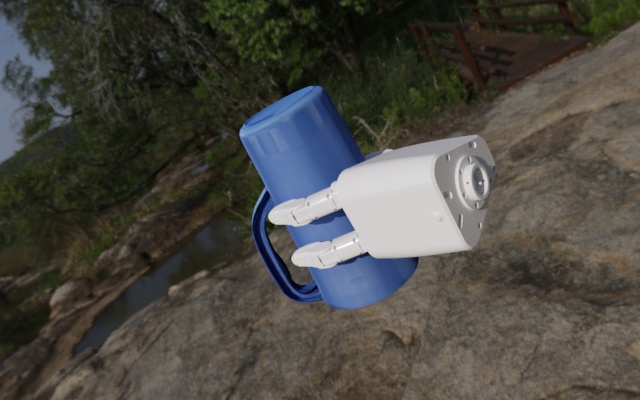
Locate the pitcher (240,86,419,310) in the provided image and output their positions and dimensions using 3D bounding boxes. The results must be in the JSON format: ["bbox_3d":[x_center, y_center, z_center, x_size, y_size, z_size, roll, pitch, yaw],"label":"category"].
[{"bbox_3d":[0.000,0.002,0.561,0.145,0.243,0.149,-9,27,46],"label":"pitcher"}]
